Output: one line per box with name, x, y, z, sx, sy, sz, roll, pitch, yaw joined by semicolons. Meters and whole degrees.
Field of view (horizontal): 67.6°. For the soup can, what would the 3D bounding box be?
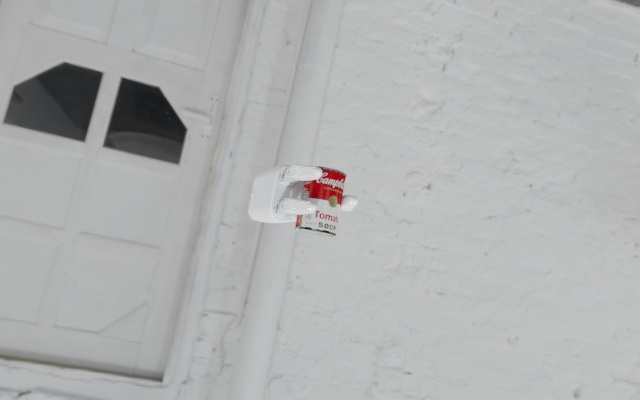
soup can;0.000;0.003;0.769;0.068;0.102;0.068;10;-9;2
